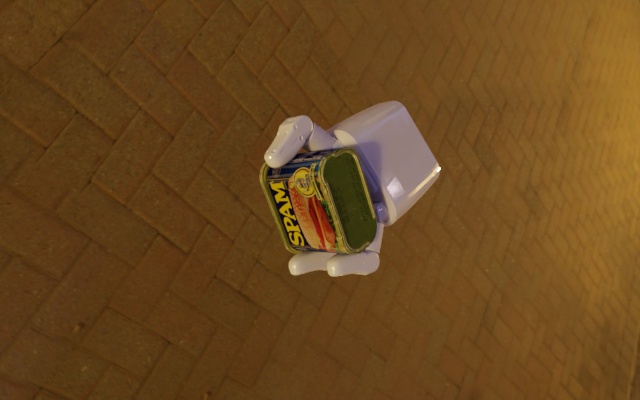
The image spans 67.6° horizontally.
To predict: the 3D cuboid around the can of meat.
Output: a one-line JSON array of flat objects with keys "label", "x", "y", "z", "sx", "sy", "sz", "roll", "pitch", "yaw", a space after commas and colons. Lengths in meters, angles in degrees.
[{"label": "can of meat", "x": 0.000, "y": 0.001, "z": 0.457, "sx": 0.084, "sy": 0.102, "sz": 0.057, "roll": -1, "pitch": 24, "yaw": 45}]
